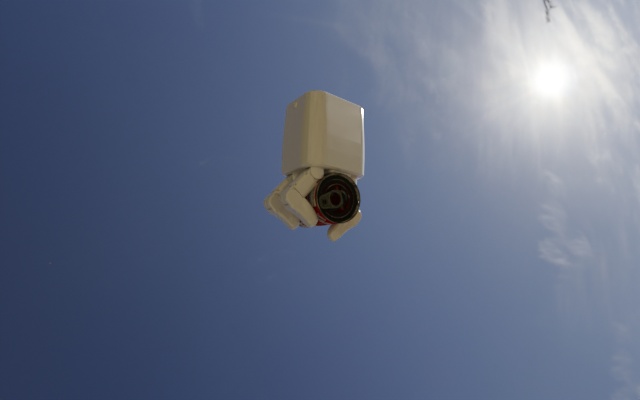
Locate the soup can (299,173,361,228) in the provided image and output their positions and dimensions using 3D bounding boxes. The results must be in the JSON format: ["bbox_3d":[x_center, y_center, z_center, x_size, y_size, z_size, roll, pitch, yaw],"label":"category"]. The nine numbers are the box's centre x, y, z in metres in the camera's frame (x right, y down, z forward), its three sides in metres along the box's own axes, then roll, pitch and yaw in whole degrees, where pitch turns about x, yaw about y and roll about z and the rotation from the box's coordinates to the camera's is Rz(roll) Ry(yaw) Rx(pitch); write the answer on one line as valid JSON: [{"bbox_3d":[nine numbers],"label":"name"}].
[{"bbox_3d":[0.000,0.003,0.674,0.068,0.068,0.102,0,-6,-29],"label":"soup can"}]
